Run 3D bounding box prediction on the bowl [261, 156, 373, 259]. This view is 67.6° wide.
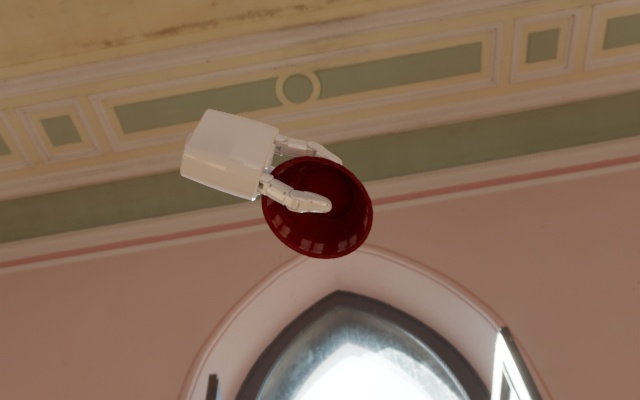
[{"bbox_3d":[0.001,0.003,0.681,0.162,0.162,0.055,0,27,18],"label":"bowl"}]
